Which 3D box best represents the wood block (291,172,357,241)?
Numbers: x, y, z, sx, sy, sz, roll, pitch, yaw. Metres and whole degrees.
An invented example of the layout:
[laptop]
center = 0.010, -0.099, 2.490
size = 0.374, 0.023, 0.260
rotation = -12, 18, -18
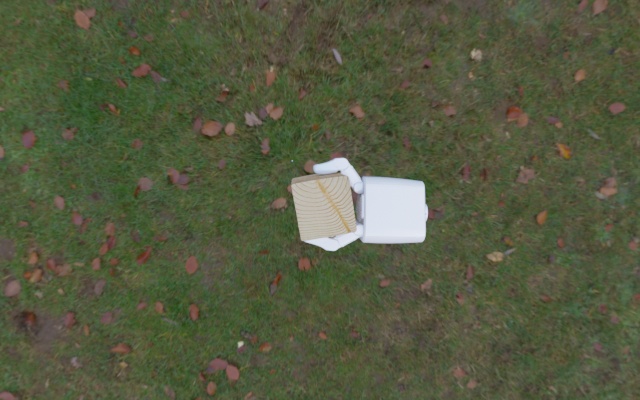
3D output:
[wood block]
center = 0.000, 0.002, 0.824
size = 0.090, 0.091, 0.206
rotation = -9, 5, -3
